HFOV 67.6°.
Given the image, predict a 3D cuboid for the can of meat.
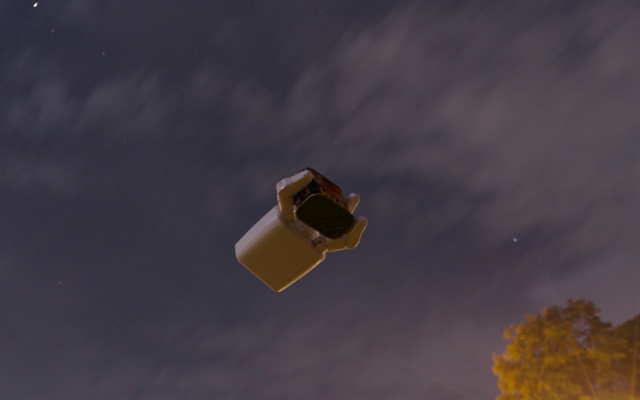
[{"bbox_3d":[0.000,0.002,0.774,0.102,0.057,0.084,34,22,-34],"label":"can of meat"}]
